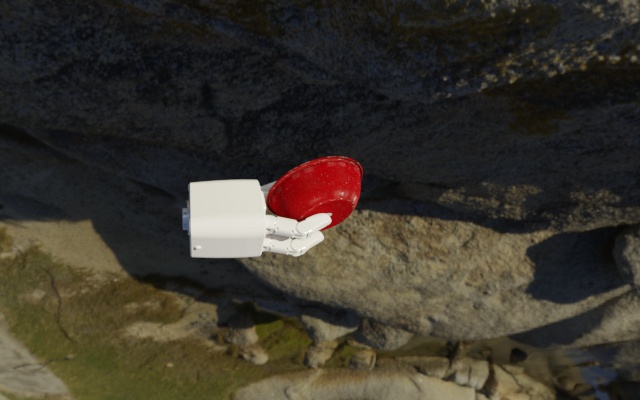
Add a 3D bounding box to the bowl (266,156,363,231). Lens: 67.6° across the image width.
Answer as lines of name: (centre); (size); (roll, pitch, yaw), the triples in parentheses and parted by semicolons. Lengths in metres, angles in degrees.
bowl: (0.002, 0.002, 0.744); (0.162, 0.055, 0.162); (-17, -28, -10)
